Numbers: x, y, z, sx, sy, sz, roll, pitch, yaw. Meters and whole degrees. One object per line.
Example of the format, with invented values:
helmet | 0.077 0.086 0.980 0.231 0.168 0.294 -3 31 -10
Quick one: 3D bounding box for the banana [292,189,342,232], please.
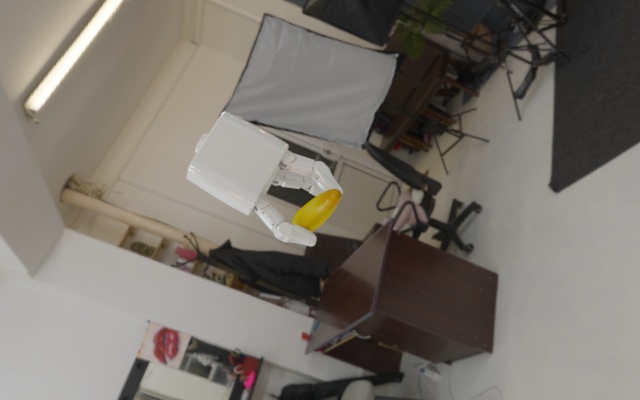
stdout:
banana | -0.011 0.018 0.710 0.037 0.069 0.198 37 -7 -3
